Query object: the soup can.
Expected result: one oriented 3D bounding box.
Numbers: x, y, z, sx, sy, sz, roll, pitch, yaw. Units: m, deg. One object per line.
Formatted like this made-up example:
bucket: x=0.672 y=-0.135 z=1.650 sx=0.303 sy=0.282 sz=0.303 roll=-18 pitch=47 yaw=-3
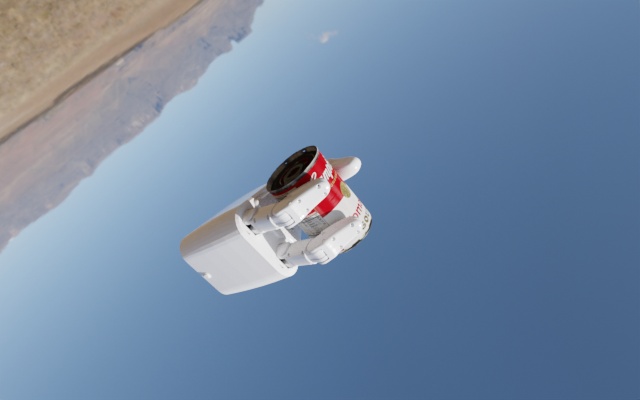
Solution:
soup can: x=0.001 y=0.002 z=0.510 sx=0.102 sy=0.068 sz=0.068 roll=49 pitch=-25 yaw=-23
